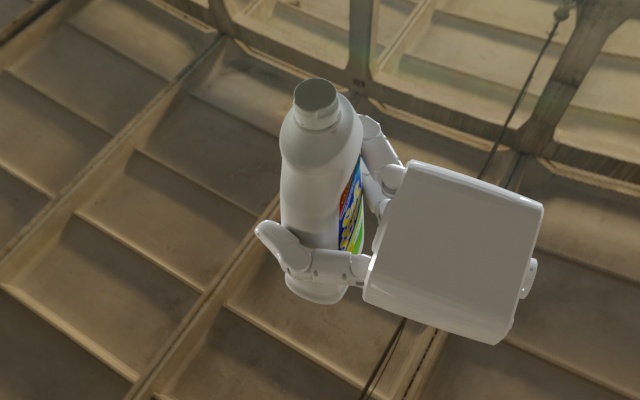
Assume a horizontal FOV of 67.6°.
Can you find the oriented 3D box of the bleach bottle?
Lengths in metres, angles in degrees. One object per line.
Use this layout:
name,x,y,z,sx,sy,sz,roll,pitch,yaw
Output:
bleach bottle,0.000,0.001,0.409,0.068,0.102,0.251,19,-27,14
